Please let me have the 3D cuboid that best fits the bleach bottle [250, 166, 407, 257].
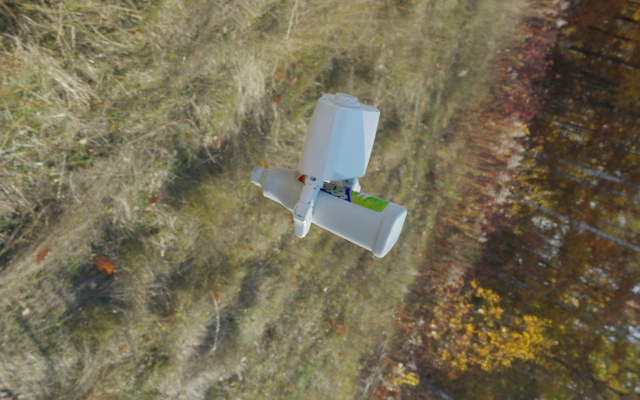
[{"bbox_3d":[0.000,0.002,0.737,0.251,0.068,0.102,21,20,18],"label":"bleach bottle"}]
